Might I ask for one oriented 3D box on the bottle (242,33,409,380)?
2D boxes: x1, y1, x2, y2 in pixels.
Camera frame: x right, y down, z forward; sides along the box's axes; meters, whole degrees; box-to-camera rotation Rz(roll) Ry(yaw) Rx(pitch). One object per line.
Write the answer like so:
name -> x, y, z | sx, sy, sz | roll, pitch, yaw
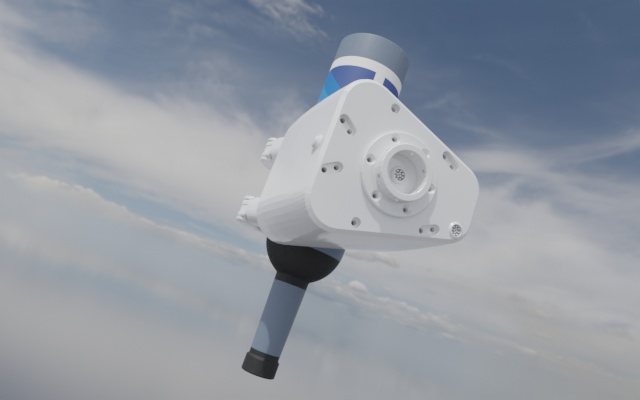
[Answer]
bottle -> 0.000, 0.001, 0.407 | 0.069, 0.295, 0.069 | 19, -13, 5
